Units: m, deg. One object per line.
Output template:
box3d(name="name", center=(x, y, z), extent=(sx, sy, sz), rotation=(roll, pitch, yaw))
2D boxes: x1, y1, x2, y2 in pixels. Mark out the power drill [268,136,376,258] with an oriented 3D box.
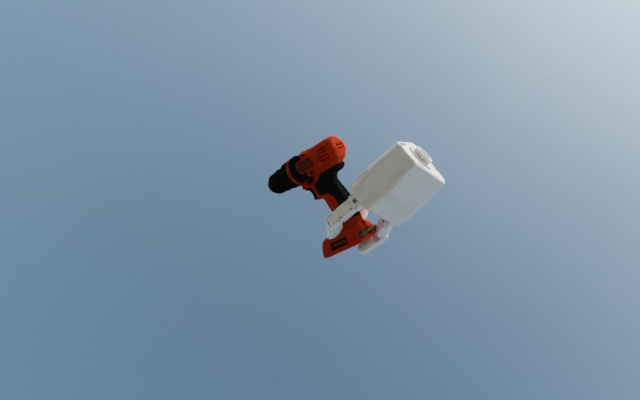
box3d(name="power drill", center=(0.001, 0.003, 0.836), extent=(0.184, 0.187, 0.057), rotation=(-28, 0, 43))
